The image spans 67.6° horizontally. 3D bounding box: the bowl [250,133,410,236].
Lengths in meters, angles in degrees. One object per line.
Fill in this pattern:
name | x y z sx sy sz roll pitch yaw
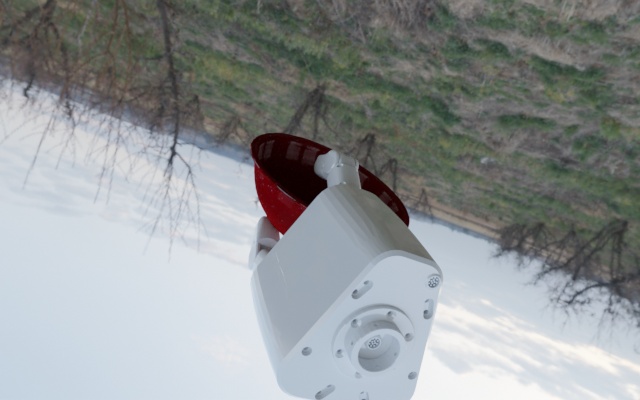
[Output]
bowl | 0.000 0.001 0.448 0.162 0.055 0.162 24 24 -12
